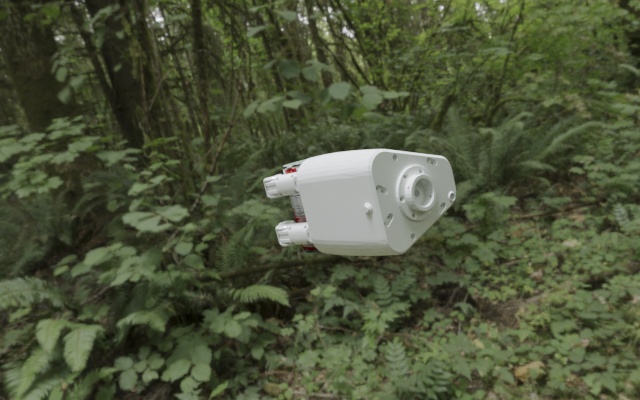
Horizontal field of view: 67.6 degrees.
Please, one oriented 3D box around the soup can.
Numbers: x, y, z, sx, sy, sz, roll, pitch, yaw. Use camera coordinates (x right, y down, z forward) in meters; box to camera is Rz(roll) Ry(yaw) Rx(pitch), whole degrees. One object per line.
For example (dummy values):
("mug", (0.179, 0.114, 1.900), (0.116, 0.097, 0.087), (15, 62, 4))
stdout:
("soup can", (0.000, 0.002, 0.553), (0.068, 0.102, 0.068), (-14, 7, 2))
